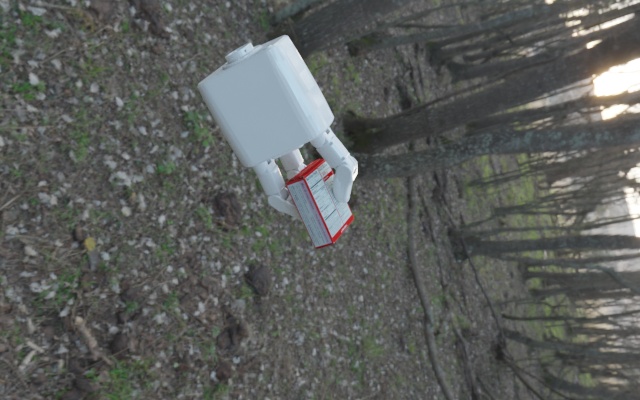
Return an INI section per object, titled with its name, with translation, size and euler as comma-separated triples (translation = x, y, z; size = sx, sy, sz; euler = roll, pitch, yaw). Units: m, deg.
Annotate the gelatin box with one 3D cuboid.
[gelatin box]
translation = 0.001, 0.002, 0.572
size = 0.030, 0.089, 0.073
euler = -19, 13, 29
